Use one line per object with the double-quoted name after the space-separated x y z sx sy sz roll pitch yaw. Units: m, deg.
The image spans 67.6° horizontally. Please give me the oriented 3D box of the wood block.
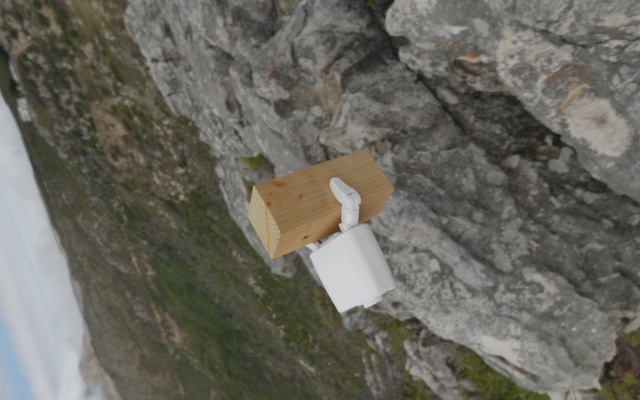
0.000 0.003 0.763 0.206 0.090 0.091 -20 -25 -26 "wood block"
